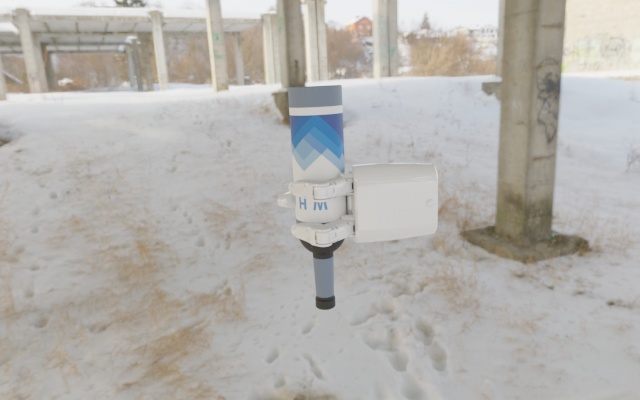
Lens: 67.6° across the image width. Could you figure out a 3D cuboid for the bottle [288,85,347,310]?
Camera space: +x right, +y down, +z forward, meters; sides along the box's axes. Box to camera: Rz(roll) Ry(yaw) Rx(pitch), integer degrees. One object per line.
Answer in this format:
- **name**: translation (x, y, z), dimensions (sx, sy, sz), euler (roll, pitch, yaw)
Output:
- **bottle**: translation (0.000, 0.002, 0.623), dimensions (0.069, 0.296, 0.069), euler (-3, 14, 1)
